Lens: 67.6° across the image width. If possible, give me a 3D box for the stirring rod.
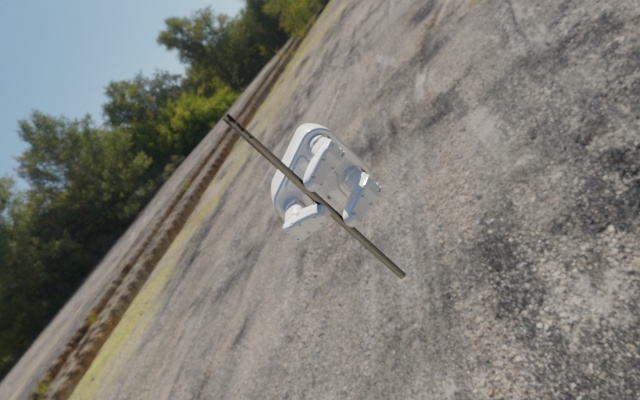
[{"bbox_3d":[0.000,0.002,0.464,0.239,0.011,0.011,42,-14,-16],"label":"stirring rod"}]
